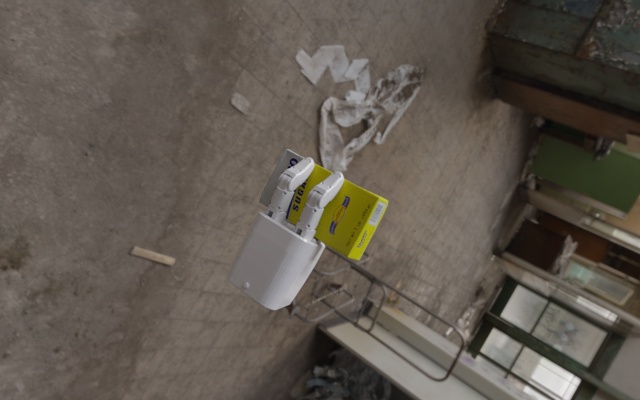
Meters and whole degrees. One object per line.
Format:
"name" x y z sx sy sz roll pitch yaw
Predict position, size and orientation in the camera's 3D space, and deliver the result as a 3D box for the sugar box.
"sugar box" 0.000 0.002 0.682 0.176 0.093 0.048 29 2 29
